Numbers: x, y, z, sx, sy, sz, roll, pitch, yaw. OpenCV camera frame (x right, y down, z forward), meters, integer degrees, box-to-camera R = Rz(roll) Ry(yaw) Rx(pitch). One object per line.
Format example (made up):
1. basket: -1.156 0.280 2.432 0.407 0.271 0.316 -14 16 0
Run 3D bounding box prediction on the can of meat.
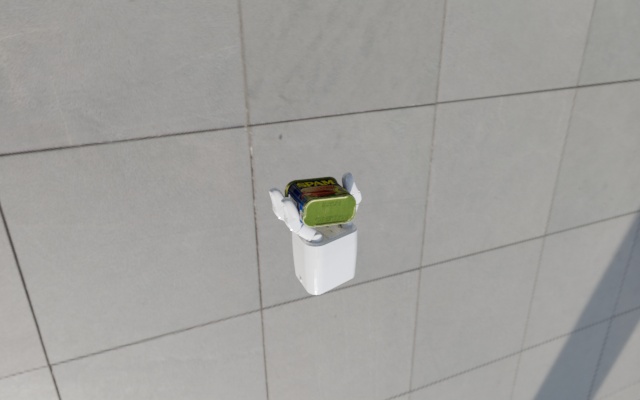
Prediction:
1. can of meat: 0.000 0.003 0.814 0.102 0.057 0.084 -7 25 -23
